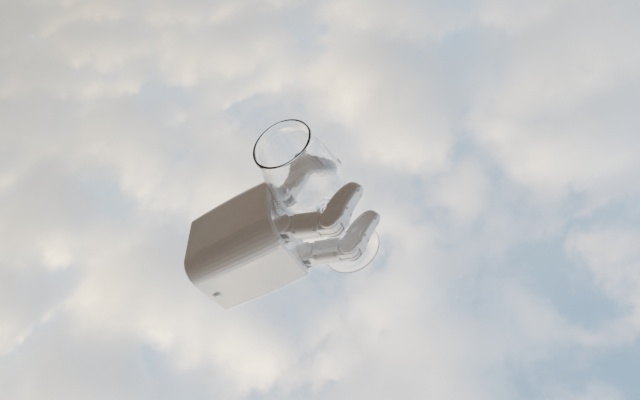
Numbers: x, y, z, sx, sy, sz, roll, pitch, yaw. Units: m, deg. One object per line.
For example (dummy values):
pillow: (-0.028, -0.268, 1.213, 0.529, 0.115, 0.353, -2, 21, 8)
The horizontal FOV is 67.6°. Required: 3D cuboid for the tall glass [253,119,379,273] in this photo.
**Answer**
tall glass: (0.000, 0.002, 0.526, 0.079, 0.079, 0.201, 0, -35, 27)
